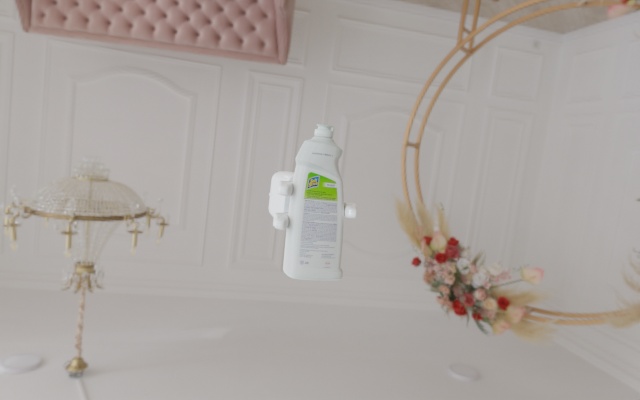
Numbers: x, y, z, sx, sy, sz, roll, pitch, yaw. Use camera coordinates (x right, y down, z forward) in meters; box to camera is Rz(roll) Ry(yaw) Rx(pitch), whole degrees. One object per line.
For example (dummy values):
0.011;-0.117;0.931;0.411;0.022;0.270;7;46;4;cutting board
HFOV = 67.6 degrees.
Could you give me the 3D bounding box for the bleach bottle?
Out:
0.000;0.003;0.792;0.102;0.251;0.068;5;7;-22;bleach bottle
